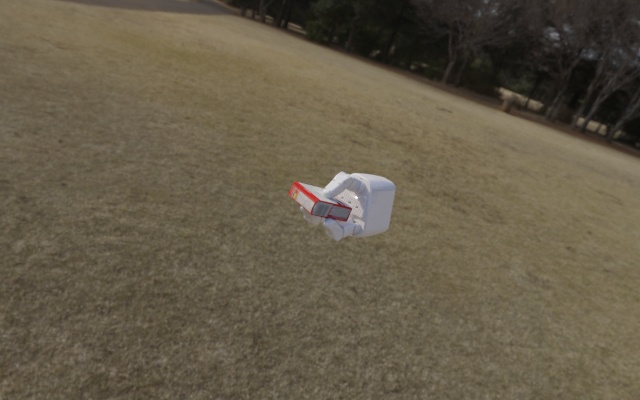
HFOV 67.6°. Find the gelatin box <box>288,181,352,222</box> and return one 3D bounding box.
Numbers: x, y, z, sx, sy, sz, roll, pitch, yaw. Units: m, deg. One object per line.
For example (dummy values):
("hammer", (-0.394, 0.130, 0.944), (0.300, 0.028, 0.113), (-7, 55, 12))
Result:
("gelatin box", (0.000, 0.002, 0.818), (0.089, 0.030, 0.073), (14, 19, -44))
